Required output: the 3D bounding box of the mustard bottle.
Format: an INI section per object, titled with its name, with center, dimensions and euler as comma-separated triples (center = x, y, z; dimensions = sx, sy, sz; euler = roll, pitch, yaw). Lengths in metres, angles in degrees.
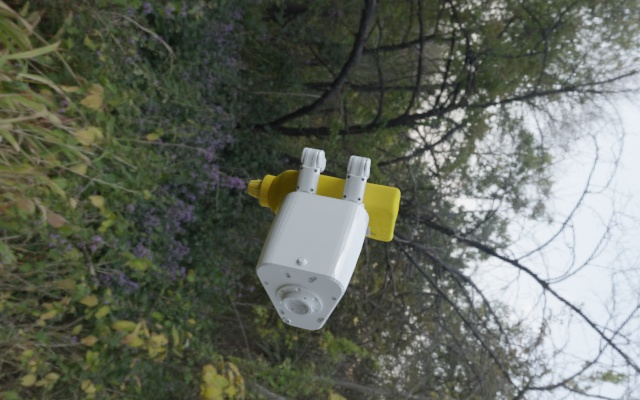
[mustard bottle]
center = 0.000, 0.002, 0.599
dimensions = 0.191, 0.058, 0.096
euler = 11, -21, 10
